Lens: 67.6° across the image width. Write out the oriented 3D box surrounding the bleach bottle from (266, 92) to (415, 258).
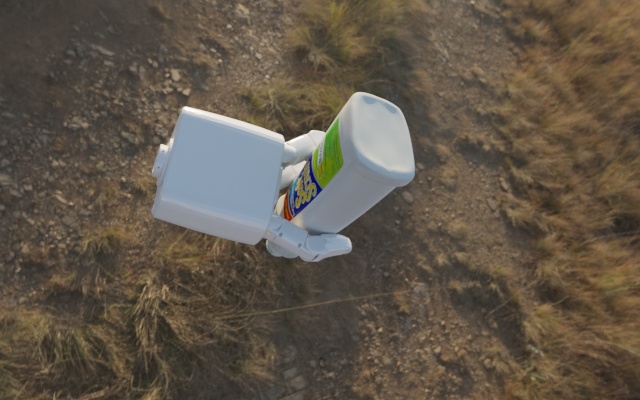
[{"bbox_3d":[0.000,0.002,0.523,0.068,0.102,0.251,16,-39,-23],"label":"bleach bottle"}]
